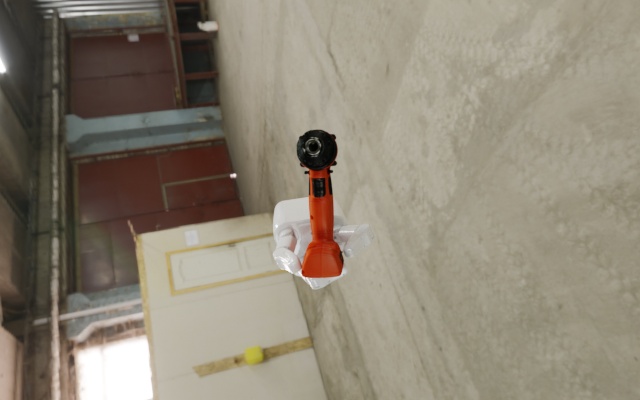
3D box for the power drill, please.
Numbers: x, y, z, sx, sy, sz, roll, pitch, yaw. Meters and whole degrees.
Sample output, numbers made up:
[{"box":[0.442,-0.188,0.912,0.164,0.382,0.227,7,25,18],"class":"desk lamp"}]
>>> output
[{"box":[0.000,0.002,0.625,0.057,0.187,0.184,-1,4,5],"class":"power drill"}]
